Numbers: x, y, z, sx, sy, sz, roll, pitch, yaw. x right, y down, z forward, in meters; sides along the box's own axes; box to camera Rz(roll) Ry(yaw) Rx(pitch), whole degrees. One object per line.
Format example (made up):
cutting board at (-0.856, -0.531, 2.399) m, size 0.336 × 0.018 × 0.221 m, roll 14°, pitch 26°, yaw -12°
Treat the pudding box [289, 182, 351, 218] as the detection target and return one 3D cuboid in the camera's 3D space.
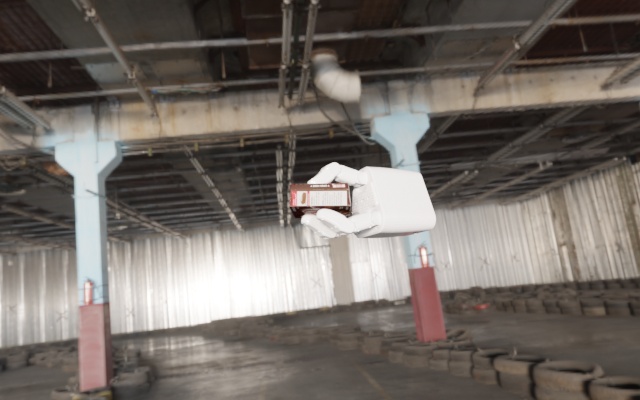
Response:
pudding box at (0.000, 0.002, 0.735) m, size 0.090 × 0.039 × 0.113 m, roll -2°, pitch -13°, yaw 2°
